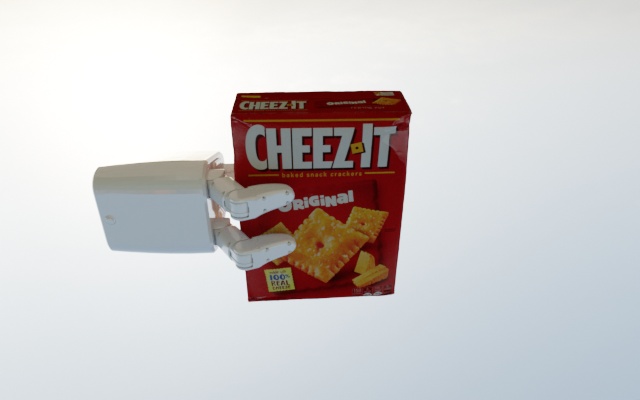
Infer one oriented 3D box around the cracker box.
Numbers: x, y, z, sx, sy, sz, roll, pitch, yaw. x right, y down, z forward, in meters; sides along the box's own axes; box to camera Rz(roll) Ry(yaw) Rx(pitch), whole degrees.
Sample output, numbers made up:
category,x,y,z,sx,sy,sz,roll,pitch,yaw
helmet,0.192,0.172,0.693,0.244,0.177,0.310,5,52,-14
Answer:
category,x,y,z,sx,sy,sz,roll,pitch,yaw
cracker box,0.000,0.002,0.489,0.164,0.214,0.072,-2,30,-3
